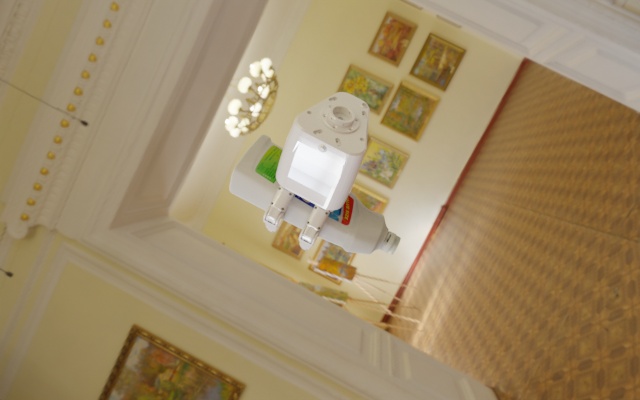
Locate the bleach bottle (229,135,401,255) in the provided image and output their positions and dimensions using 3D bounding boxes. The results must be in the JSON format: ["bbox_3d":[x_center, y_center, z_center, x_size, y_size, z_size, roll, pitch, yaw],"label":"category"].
[{"bbox_3d":[0.000,0.002,0.693,0.251,0.102,0.068,27,-42,4],"label":"bleach bottle"}]
